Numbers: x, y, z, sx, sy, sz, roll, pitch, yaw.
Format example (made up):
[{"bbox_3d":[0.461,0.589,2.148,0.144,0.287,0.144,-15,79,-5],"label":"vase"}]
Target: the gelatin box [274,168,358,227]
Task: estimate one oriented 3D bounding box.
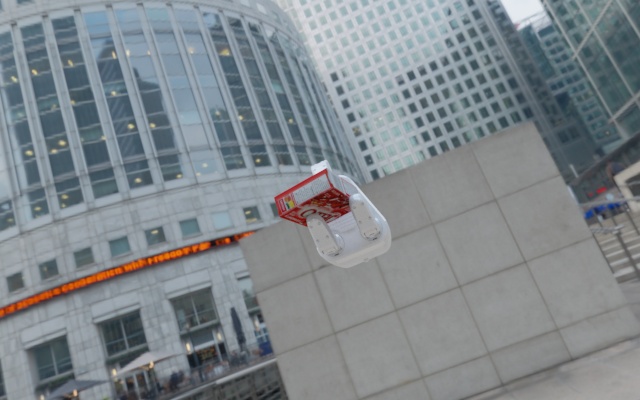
[{"bbox_3d":[0.000,0.001,0.563,0.073,0.030,0.089,-28,-24,18],"label":"gelatin box"}]
